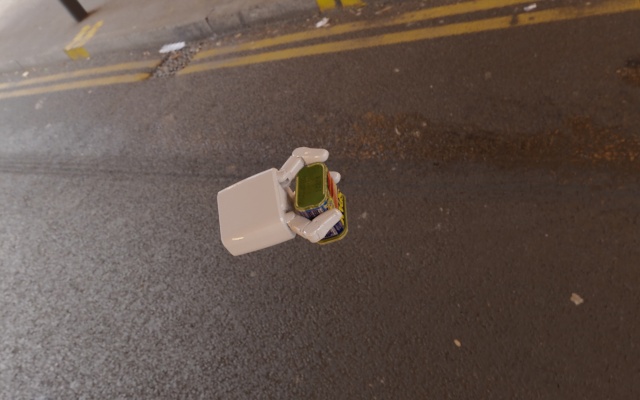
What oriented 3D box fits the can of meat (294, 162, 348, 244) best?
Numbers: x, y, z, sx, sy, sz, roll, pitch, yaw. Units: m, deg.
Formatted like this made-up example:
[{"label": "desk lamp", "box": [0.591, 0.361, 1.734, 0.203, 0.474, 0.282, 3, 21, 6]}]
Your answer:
[{"label": "can of meat", "box": [0.000, 0.002, 0.750, 0.057, 0.102, 0.084, -17, -47, 16]}]
